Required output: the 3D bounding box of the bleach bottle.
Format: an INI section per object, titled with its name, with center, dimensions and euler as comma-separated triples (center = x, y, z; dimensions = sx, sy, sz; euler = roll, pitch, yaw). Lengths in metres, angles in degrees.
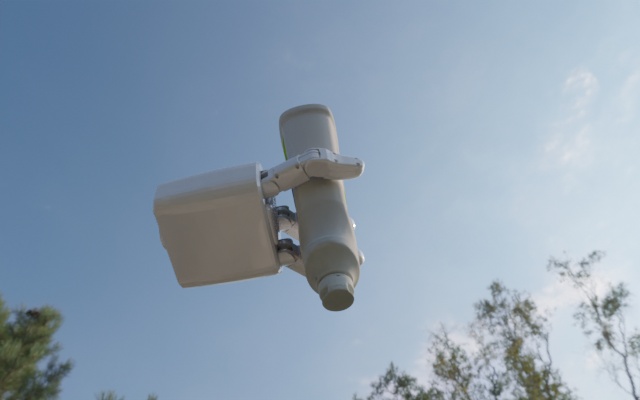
[bleach bottle]
center = 0.000, 0.002, 0.497
dimensions = 0.068, 0.103, 0.250
euler = -11, 39, 1
